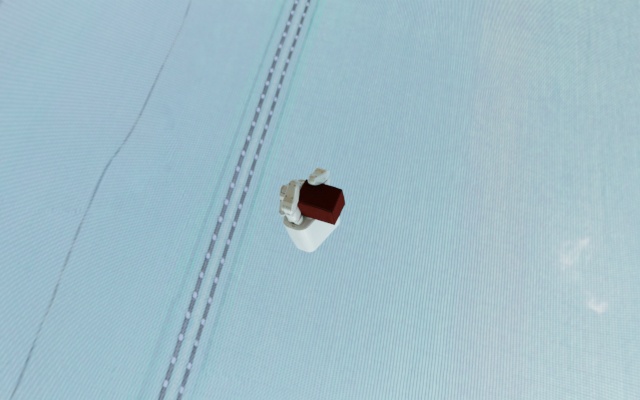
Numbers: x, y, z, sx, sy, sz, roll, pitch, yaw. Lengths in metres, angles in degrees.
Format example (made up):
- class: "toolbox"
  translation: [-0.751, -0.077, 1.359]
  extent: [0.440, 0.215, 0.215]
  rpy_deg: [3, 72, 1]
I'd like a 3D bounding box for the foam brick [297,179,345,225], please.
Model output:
- class: "foam brick"
  translation: [0.000, 0.003, 0.885]
  extent: [0.078, 0.053, 0.051]
  rpy_deg: [17, -28, 21]
